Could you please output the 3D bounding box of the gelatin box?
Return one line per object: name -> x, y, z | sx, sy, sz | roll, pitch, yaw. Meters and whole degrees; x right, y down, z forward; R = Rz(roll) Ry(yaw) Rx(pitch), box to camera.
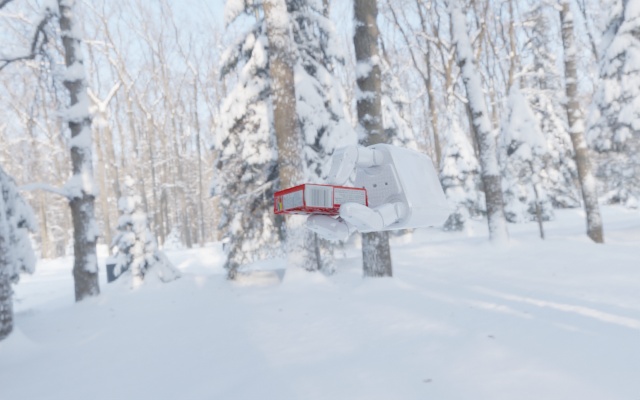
gelatin box -> 0.000, 0.001, 0.566 | 0.089, 0.030, 0.073 | 4, -9, -33
